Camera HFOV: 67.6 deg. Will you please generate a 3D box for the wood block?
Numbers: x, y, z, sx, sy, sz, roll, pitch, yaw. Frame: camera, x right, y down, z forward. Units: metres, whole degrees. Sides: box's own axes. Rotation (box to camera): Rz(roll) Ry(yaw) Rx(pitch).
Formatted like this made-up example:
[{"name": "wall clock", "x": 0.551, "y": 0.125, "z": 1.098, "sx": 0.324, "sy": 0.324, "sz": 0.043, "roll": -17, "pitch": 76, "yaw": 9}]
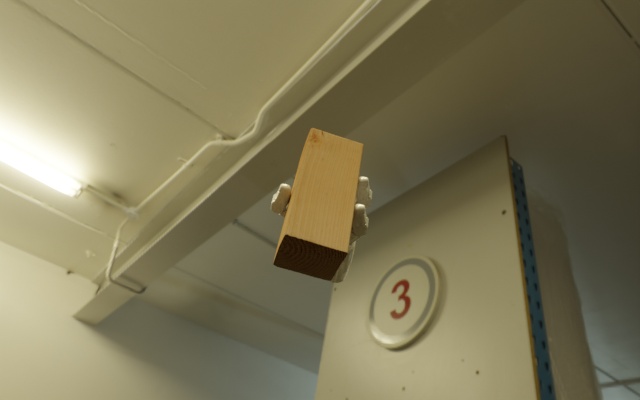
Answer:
[{"name": "wood block", "x": 0.000, "y": 0.002, "z": 0.723, "sx": 0.091, "sy": 0.206, "sz": 0.090, "roll": 16, "pitch": -38, "yaw": -7}]
